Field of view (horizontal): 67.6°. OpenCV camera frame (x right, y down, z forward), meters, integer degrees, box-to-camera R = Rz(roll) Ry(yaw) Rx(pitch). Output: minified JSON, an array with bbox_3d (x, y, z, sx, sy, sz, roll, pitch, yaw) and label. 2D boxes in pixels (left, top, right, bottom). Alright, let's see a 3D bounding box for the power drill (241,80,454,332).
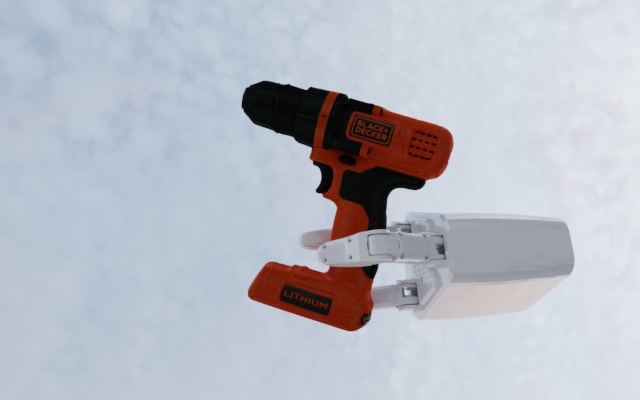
[{"bbox_3d":[0.000,0.002,0.406,0.184,0.187,0.057,17,3,10],"label":"power drill"}]
